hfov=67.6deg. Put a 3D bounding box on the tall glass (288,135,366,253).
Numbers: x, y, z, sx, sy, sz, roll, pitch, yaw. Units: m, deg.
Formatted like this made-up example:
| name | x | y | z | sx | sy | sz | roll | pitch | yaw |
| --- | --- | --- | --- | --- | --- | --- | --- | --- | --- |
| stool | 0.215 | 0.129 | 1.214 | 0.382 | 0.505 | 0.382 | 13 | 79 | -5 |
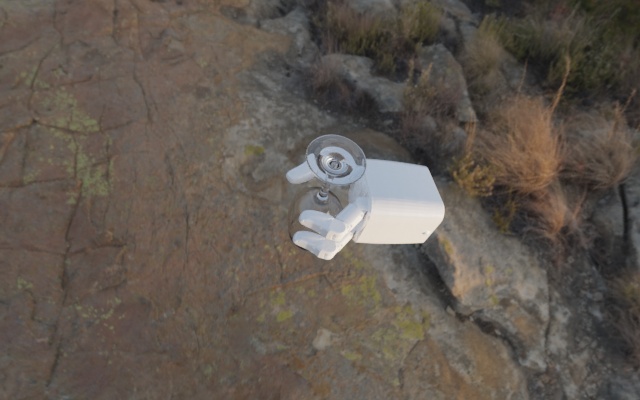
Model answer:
| name | x | y | z | sx | sy | sz | roll | pitch | yaw |
| --- | --- | --- | --- | --- | --- | --- | --- | --- | --- |
| tall glass | 0.000 | 0.002 | 0.650 | 0.079 | 0.079 | 0.201 | 0 | -31 | -13 |
